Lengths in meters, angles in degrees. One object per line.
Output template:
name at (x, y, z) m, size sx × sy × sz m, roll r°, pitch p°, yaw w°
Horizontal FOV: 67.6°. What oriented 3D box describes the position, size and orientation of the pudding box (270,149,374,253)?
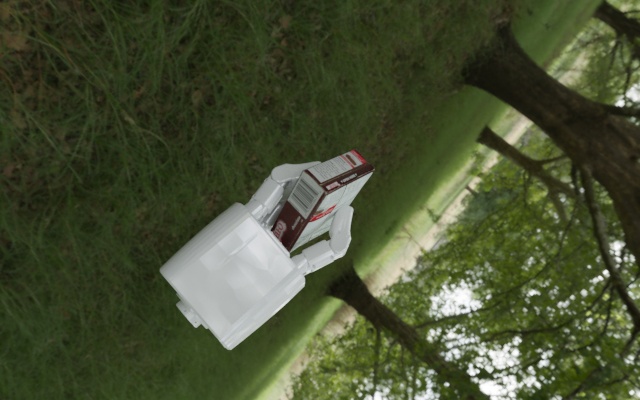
pudding box at (0.000, 0.002, 0.539) m, size 0.090 × 0.039 × 0.113 m, roll -28°, pitch -20°, yaw -44°
